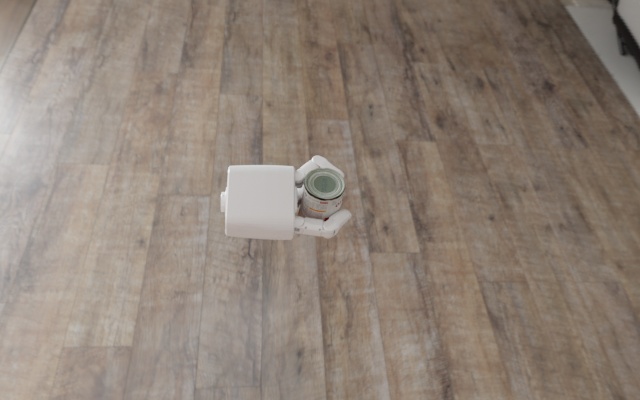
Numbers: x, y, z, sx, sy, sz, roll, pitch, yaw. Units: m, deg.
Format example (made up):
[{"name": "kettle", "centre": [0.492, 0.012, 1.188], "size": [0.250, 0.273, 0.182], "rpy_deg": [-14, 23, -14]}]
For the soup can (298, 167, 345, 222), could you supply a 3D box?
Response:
[{"name": "soup can", "centre": [0.001, 0.003, 0.784], "size": [0.068, 0.068, 0.102], "rpy_deg": [0, -37, -9]}]
